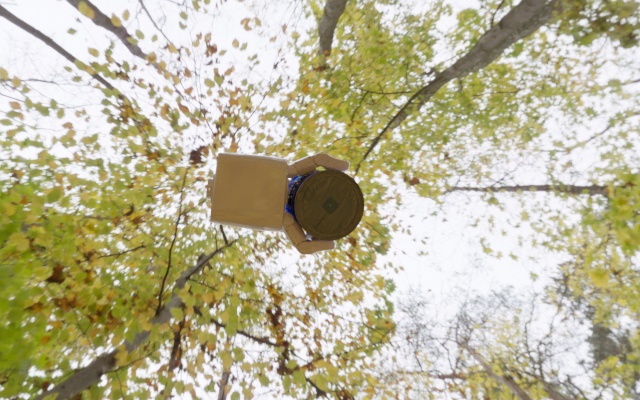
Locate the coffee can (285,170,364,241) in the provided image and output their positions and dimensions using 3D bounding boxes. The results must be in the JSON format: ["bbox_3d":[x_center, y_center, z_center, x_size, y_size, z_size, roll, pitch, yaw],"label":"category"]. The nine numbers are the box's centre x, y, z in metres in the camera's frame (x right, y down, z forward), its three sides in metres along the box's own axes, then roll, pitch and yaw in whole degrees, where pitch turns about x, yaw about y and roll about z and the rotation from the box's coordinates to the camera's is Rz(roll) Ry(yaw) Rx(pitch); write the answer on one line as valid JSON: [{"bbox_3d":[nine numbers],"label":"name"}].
[{"bbox_3d":[0.000,0.002,0.751,0.103,0.103,0.140,0,4,-12],"label":"coffee can"}]
